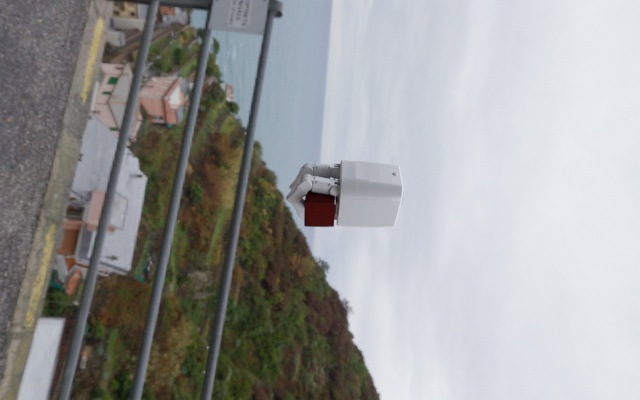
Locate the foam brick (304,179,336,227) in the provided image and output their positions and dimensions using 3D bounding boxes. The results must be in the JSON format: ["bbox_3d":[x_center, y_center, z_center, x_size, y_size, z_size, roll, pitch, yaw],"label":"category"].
[{"bbox_3d":[0.000,0.003,0.824,0.051,0.053,0.078,3,35,1],"label":"foam brick"}]
